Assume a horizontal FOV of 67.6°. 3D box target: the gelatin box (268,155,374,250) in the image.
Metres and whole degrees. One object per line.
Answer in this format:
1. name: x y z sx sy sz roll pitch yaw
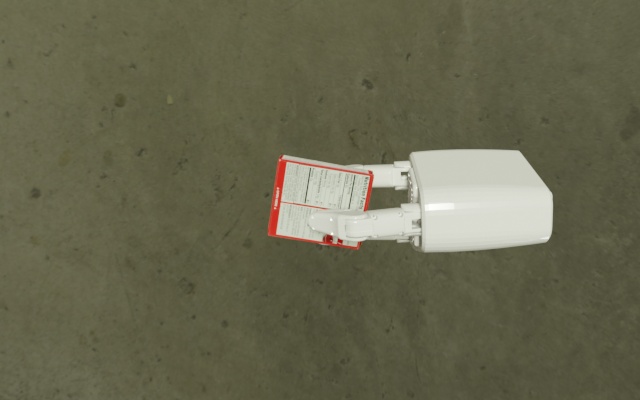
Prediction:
1. gelatin box: 0.000 0.002 0.445 0.089 0.073 0.030 9 14 -2
